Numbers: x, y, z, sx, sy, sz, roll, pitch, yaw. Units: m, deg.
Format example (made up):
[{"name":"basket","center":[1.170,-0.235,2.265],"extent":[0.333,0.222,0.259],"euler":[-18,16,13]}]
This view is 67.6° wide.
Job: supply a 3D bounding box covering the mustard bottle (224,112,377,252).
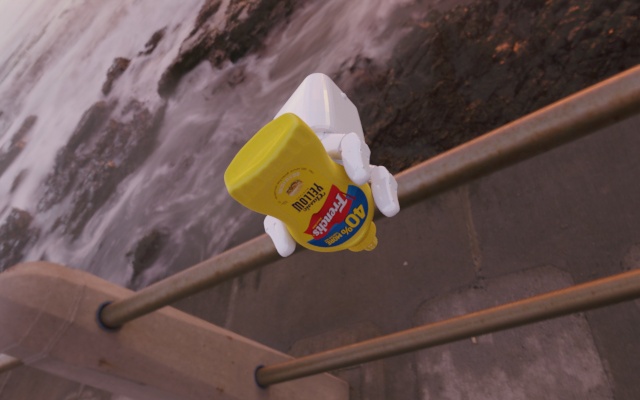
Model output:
[{"name":"mustard bottle","center":[0.000,0.002,0.495],"extent":[0.192,0.096,0.058],"euler":[40,10,-38]}]
